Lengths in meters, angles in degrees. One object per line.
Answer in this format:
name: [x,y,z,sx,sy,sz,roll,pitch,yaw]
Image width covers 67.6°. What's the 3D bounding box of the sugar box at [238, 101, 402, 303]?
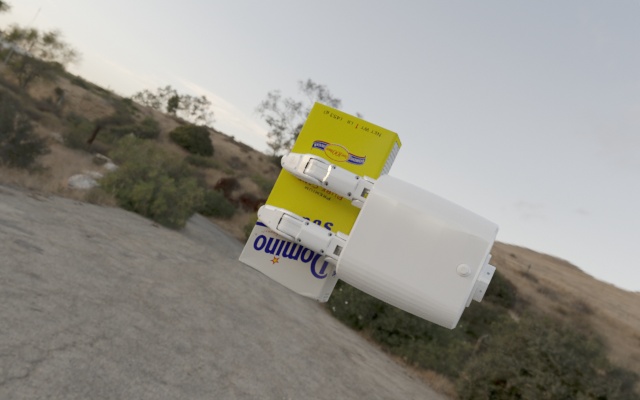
sugar box: [0.000,0.001,0.470,0.093,0.176,0.048,24,-5,18]
